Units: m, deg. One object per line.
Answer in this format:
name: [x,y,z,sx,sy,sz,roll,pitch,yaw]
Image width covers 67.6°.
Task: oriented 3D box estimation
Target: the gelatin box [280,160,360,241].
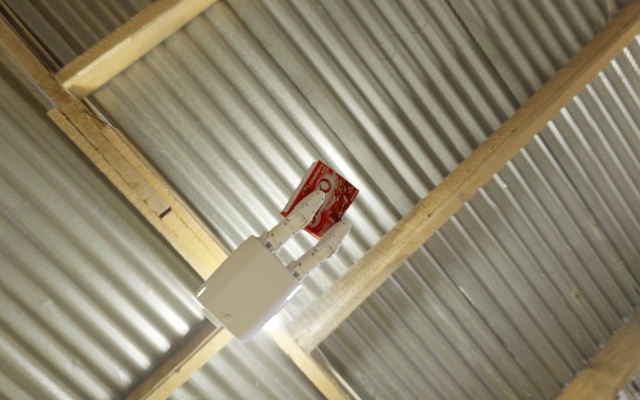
gelatin box: [0.000,0.002,0.648,0.073,0.089,0.030,35,-12,-18]
